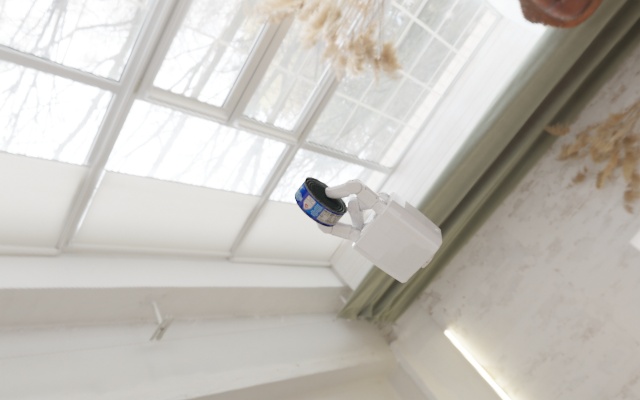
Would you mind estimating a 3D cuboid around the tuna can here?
[{"bbox_3d":[0.000,0.003,0.772,0.086,0.034,0.086,34,21,-15],"label":"tuna can"}]
